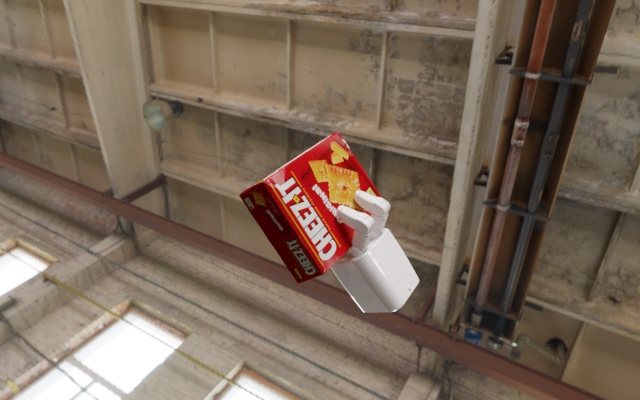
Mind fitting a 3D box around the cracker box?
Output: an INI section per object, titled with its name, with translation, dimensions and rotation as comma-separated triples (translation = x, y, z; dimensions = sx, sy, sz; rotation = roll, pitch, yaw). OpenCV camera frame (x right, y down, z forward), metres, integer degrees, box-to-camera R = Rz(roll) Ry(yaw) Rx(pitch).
[cracker box]
translation = 0.000, 0.002, 0.767
dimensions = 0.072, 0.164, 0.213
rotation = -28, 8, 43
